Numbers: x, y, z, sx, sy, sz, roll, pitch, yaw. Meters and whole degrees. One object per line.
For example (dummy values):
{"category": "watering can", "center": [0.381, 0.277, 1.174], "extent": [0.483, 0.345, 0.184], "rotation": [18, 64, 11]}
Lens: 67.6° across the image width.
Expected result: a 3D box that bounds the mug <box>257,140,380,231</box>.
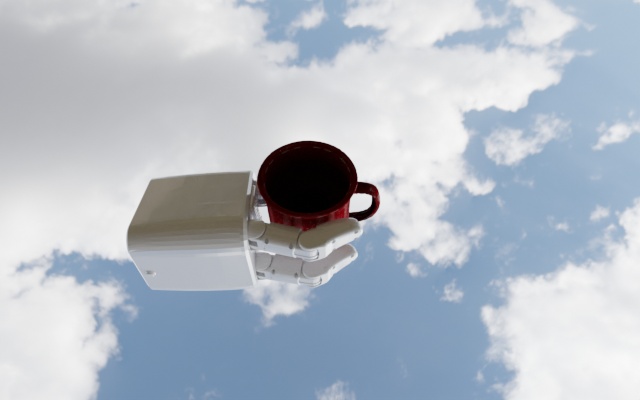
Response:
{"category": "mug", "center": [0.002, 0.002, 0.472], "extent": [0.117, 0.093, 0.082], "rotation": [-1, -37, -1]}
